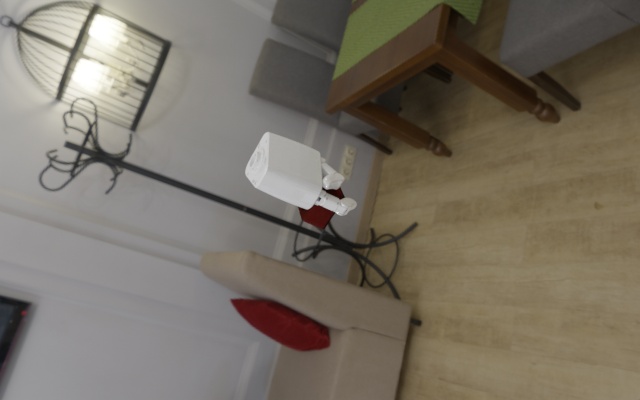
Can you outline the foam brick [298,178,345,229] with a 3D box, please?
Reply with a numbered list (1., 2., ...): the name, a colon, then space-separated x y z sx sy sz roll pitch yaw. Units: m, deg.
1. foam brick: 0.000 0.003 0.885 0.051 0.078 0.053 21 27 -26
